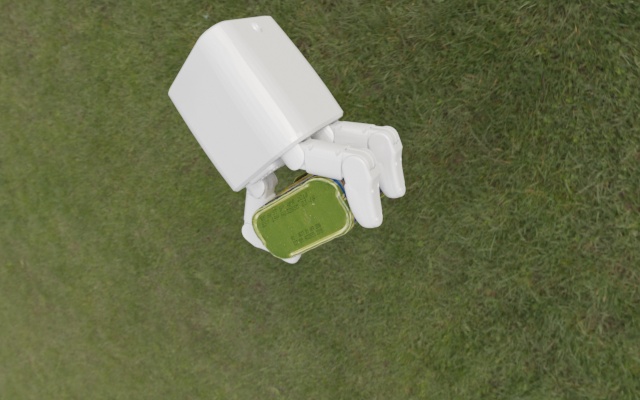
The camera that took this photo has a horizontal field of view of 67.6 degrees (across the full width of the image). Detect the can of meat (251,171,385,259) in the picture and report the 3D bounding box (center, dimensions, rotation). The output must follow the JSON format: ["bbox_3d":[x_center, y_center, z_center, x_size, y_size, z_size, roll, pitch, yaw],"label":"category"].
[{"bbox_3d":[0.000,0.002,0.420,0.102,0.057,0.084,-29,7,35],"label":"can of meat"}]
